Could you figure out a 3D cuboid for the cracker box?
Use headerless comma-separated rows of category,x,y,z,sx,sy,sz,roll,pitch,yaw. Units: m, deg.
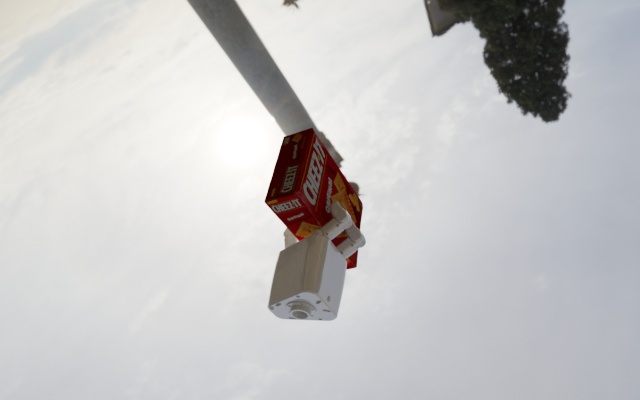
cracker box,0.000,0.003,0.860,0.072,0.164,0.214,-15,-48,26
